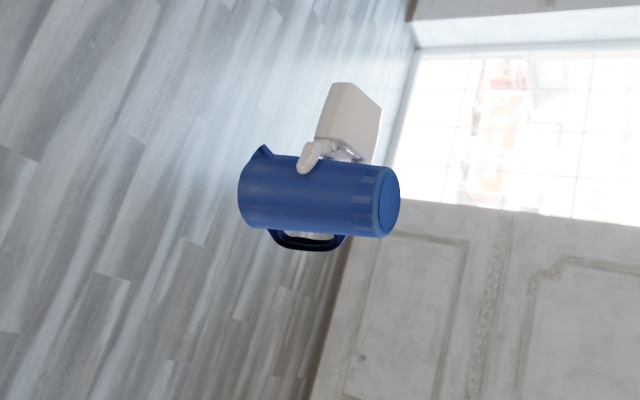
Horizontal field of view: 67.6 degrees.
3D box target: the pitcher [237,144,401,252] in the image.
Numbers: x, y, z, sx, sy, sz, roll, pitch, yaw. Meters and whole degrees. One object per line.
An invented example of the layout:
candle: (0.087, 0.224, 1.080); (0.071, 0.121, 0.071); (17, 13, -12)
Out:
pitcher: (0.000, 0.002, 0.770); (0.243, 0.145, 0.149); (6, -18, 29)
